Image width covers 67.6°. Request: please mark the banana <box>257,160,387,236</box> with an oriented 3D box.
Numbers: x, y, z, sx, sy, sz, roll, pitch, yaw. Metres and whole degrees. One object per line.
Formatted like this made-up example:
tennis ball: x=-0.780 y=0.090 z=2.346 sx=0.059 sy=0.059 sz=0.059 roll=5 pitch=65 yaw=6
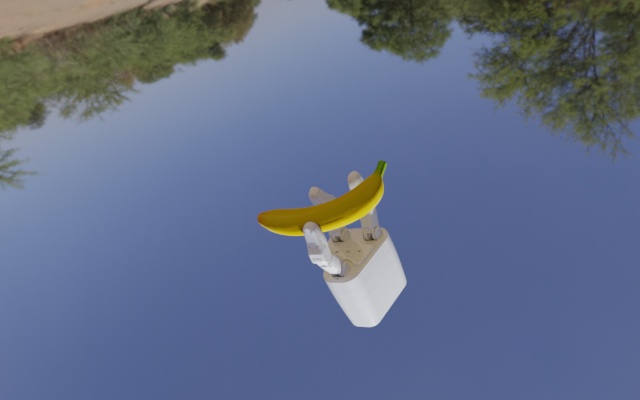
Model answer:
banana: x=0.004 y=0.012 z=0.640 sx=0.198 sy=0.037 sz=0.069 roll=-22 pitch=37 yaw=12
